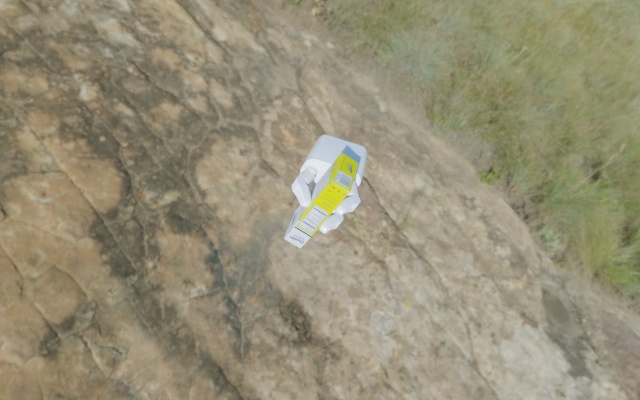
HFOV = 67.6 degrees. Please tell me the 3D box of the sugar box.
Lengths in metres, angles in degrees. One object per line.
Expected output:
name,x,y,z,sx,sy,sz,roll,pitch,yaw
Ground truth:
sugar box,0.001,0.003,0.883,0.048,0.176,0.093,30,39,-8
